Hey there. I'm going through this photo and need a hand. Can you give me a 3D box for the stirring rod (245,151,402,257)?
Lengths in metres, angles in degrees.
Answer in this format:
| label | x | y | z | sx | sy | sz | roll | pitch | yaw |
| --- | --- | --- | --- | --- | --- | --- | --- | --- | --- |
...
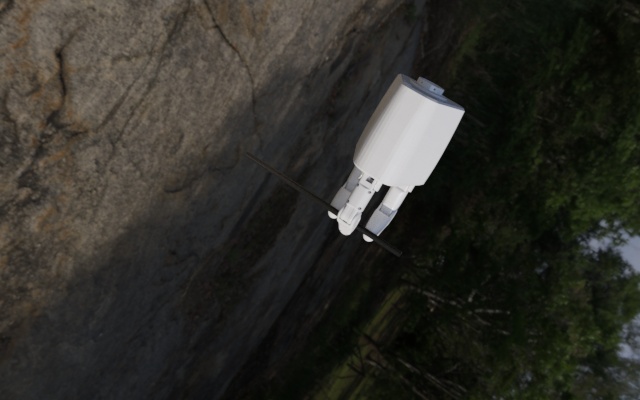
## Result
| label | x | y | z | sx | sy | sz | roll | pitch | yaw |
| --- | --- | --- | --- | --- | --- | --- | --- | --- | --- |
| stirring rod | 0.000 | 0.002 | 0.611 | 0.239 | 0.011 | 0.011 | 33 | 8 | 13 |
